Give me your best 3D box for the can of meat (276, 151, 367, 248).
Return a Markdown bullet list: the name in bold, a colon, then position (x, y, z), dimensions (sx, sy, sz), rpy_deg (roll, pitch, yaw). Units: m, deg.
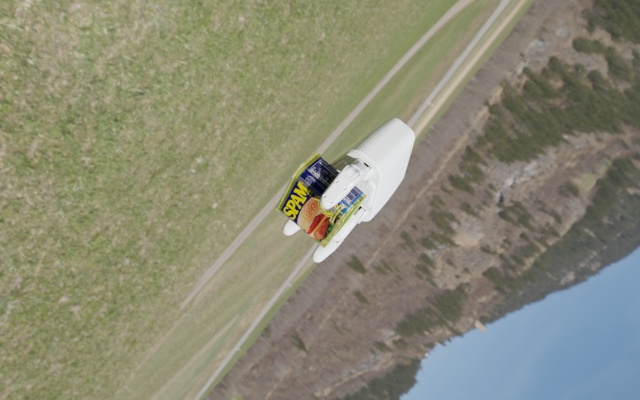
- **can of meat**: position (0.000, 0.002, 0.615), dimensions (0.057, 0.084, 0.102), rpy_deg (-44, -9, -41)
